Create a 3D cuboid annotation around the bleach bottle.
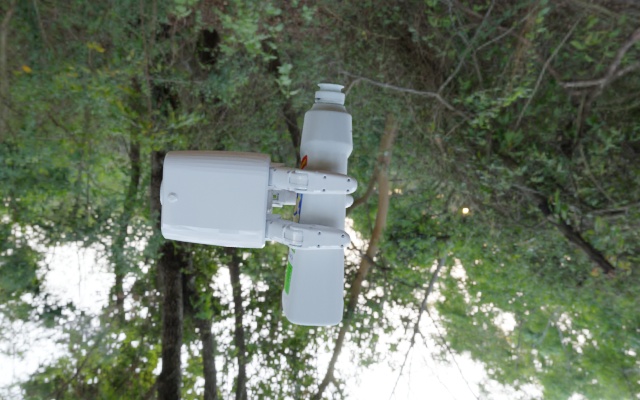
[{"bbox_3d":[0.000,0.002,0.526,0.068,0.251,0.102,4,7,-6],"label":"bleach bottle"}]
